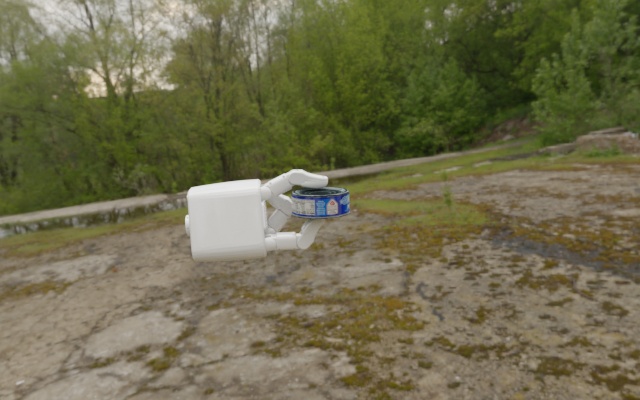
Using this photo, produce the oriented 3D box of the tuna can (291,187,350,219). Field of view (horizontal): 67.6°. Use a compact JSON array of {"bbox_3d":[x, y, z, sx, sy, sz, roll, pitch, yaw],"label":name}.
[{"bbox_3d":[0.000,0.002,0.697,0.086,0.034,0.086,-2,10,0],"label":"tuna can"}]
